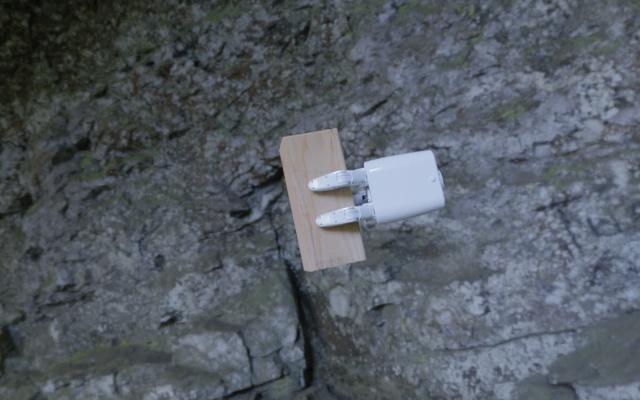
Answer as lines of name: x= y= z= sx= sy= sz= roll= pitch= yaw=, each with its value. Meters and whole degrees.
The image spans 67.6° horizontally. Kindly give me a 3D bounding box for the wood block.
wood block: x=0.000 y=0.002 z=0.759 sx=0.090 sy=0.206 sz=0.091 roll=-11 pitch=-6 yaw=-9
